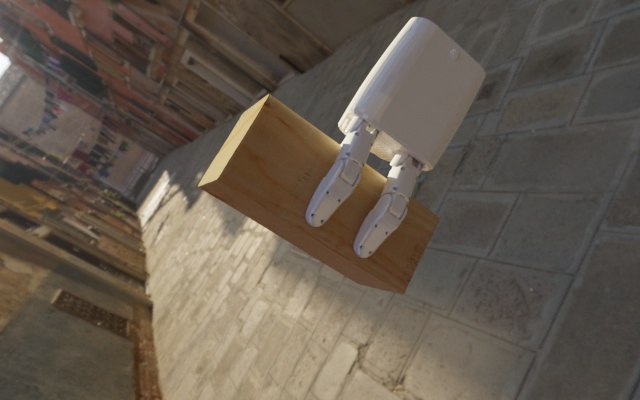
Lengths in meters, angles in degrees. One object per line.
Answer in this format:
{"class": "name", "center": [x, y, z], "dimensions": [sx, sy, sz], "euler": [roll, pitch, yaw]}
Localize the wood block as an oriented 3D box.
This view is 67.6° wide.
{"class": "wood block", "center": [0.000, 0.001, 0.466], "dimensions": [0.206, 0.090, 0.091], "euler": [34, -15, -20]}
